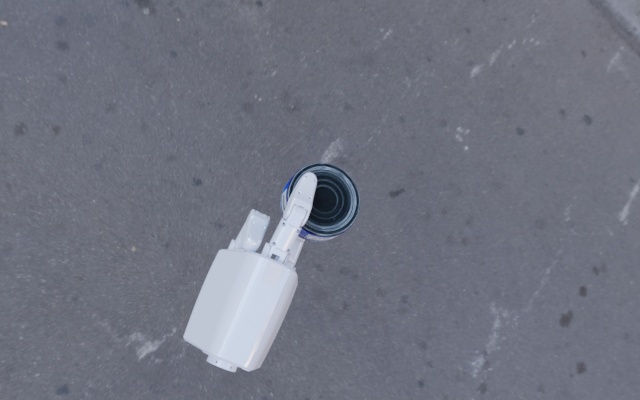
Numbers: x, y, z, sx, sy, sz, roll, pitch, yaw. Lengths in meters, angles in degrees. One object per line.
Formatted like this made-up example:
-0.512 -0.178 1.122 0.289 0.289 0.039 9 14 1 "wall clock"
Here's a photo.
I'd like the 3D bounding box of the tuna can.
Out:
0.000 0.002 0.533 0.086 0.086 0.034 0 -14 -17 "tuna can"
